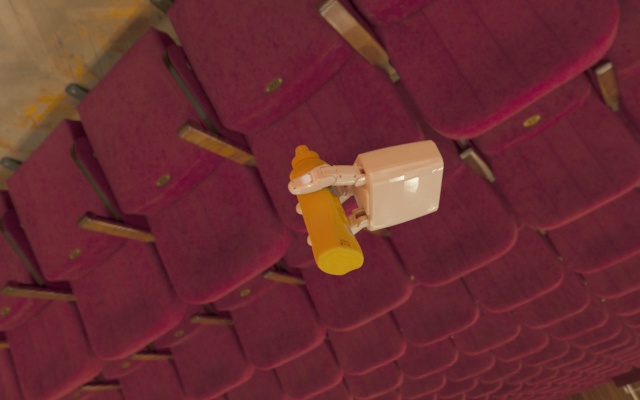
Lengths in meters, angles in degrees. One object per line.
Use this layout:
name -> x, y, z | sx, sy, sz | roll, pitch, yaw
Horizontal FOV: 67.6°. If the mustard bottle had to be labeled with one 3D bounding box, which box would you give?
mustard bottle -> 0.000, 0.002, 0.658 | 0.058, 0.191, 0.096 | -26, -29, 13
